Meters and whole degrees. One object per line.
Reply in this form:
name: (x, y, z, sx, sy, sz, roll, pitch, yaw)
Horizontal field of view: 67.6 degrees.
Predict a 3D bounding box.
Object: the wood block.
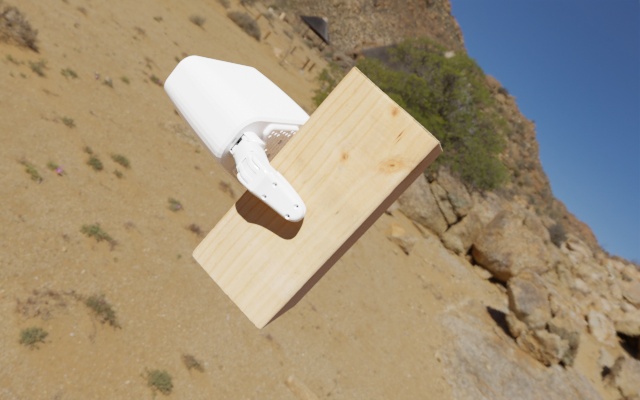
wood block: (0.000, 0.001, 0.417, 0.090, 0.206, 0.091, 45, 12, 12)
